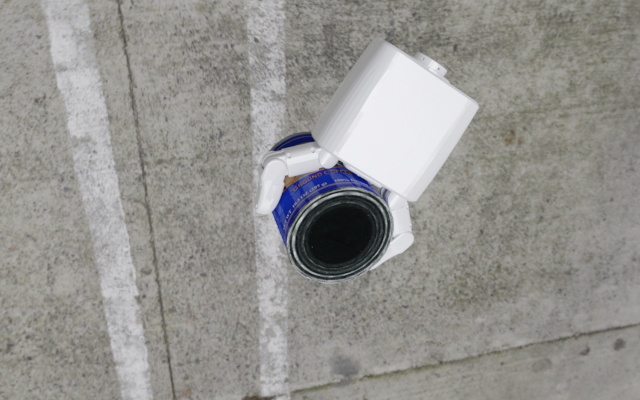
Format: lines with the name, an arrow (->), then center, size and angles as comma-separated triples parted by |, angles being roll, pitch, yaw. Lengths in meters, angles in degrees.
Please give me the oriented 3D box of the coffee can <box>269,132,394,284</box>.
coffee can -> 0.000, 0.002, 0.488 | 0.103, 0.103, 0.140 | 0, 28, -18
